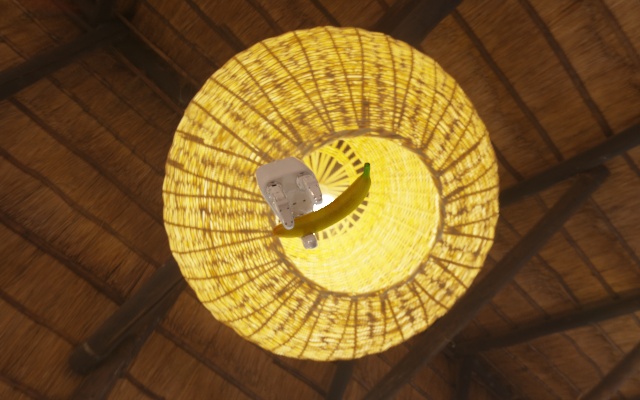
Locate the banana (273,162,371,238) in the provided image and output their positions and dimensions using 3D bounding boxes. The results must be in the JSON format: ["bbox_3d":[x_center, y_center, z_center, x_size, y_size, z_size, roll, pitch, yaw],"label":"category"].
[{"bbox_3d":[0.013,0.013,0.801,0.198,0.070,0.037,-37,32,5],"label":"banana"}]
